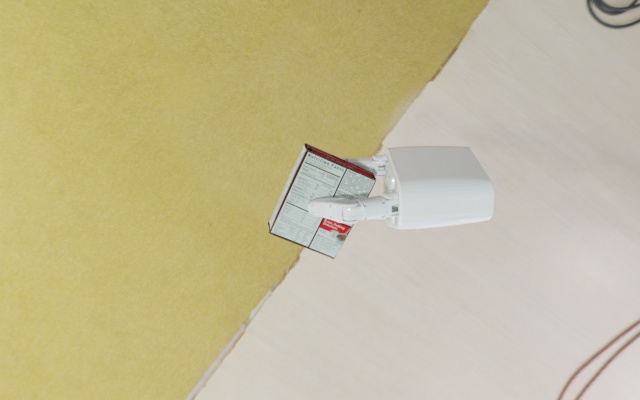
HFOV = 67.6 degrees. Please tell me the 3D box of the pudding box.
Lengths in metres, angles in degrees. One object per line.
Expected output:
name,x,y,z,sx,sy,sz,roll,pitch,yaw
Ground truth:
pudding box,0.000,0.002,0.559,0.090,0.113,0.039,23,14,-11
